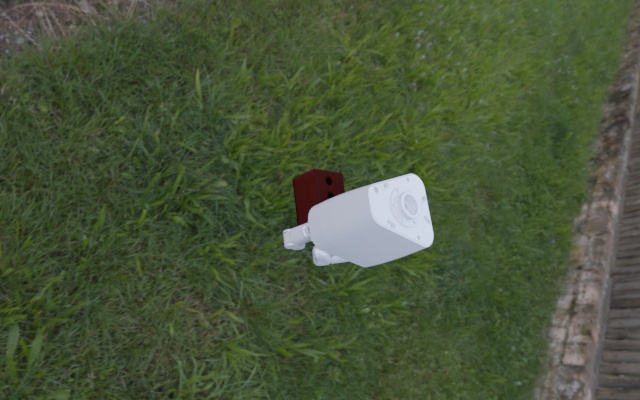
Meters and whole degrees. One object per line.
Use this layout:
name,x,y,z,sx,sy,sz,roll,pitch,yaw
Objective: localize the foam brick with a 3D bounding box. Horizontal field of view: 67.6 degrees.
foam brick,0.000,0.002,0.651,0.053,0.078,0.051,6,-21,-38
